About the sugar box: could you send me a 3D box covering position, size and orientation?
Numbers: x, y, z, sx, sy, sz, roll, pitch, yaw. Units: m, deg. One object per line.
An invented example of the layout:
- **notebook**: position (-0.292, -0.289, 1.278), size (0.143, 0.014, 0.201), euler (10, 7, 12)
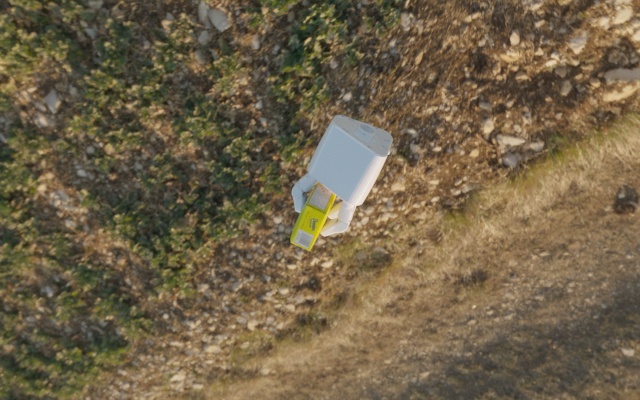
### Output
- **sugar box**: position (0.001, 0.003, 0.880), size (0.048, 0.093, 0.176), euler (26, 36, 3)
